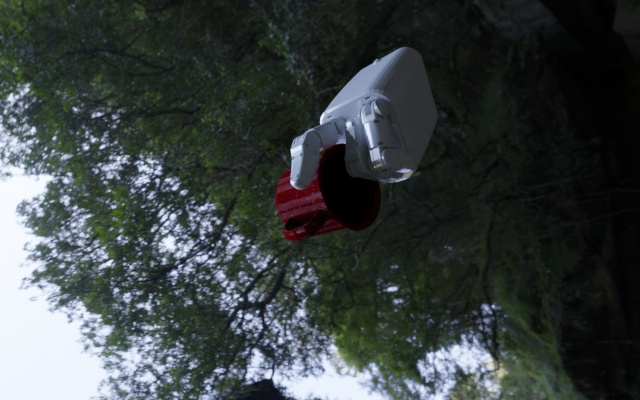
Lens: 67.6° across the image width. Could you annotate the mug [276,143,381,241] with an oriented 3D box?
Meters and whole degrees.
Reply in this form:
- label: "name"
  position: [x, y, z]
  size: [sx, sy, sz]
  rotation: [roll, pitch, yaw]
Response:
- label: "mug"
  position: [-0.001, 0.003, 0.513]
  size: [0.081, 0.093, 0.117]
  rotation: [-17, 30, 45]
